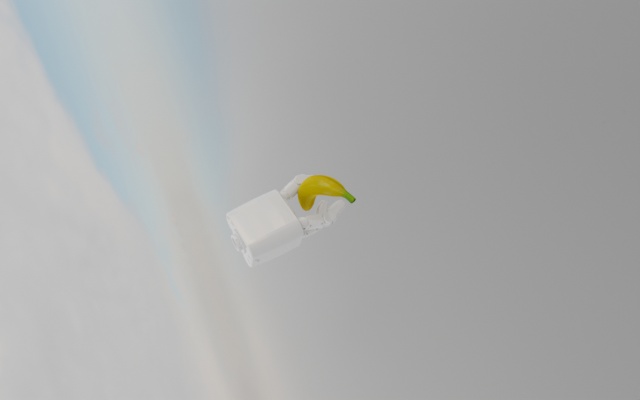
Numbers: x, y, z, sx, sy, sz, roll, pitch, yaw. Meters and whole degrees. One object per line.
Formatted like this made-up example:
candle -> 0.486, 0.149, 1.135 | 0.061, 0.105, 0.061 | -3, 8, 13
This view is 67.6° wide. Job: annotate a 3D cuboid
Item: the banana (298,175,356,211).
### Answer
banana -> -0.007, -0.013, 0.886 | 0.037, 0.069, 0.198 | -33, 10, -23
